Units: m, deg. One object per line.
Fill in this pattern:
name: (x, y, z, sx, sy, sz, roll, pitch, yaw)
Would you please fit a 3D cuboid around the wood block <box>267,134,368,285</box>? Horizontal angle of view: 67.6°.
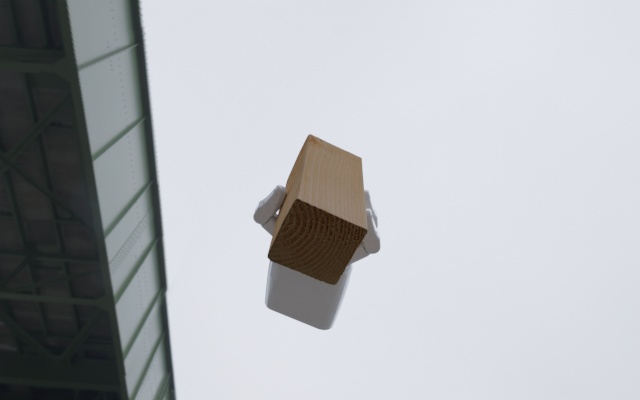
wood block: (0.000, 0.002, 0.627, 0.091, 0.090, 0.206, 23, 26, -9)
